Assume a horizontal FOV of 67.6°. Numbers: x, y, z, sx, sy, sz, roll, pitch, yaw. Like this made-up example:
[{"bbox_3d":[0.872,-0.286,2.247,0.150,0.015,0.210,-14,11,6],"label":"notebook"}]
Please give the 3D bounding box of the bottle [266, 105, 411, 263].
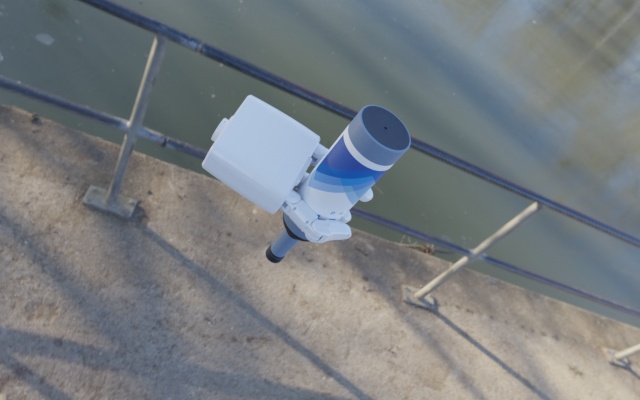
[{"bbox_3d":[0.000,0.002,0.613,0.069,0.069,0.296,0,-33,-35],"label":"bottle"}]
